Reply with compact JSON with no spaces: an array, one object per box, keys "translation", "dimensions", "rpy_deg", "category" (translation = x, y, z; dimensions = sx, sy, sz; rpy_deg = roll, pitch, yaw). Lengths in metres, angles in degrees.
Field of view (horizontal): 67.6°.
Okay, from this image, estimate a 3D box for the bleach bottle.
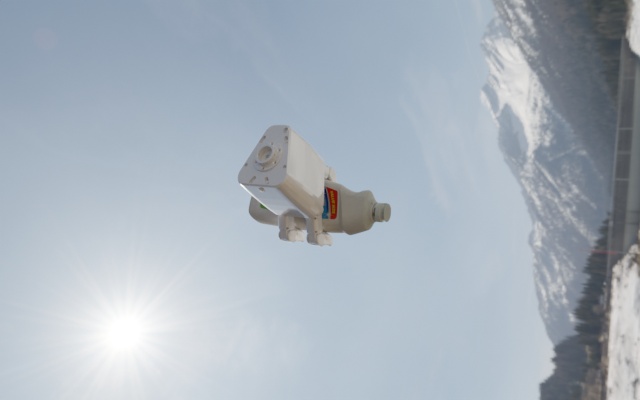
[{"translation":[0.000,0.003,0.809],"dimensions":[0.251,0.102,0.068],"rpy_deg":[5,-22,31],"category":"bleach bottle"}]
